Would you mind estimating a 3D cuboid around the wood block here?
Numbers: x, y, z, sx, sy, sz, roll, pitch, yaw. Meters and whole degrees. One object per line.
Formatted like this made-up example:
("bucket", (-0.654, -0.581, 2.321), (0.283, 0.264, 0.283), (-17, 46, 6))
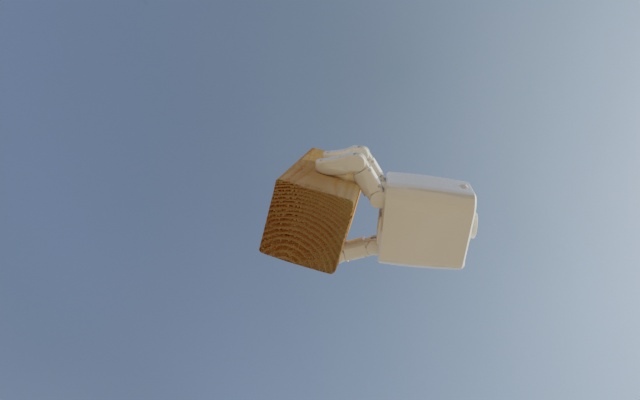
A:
("wood block", (0.000, 0.002, 0.611), (0.090, 0.091, 0.206), (16, 17, 5))
